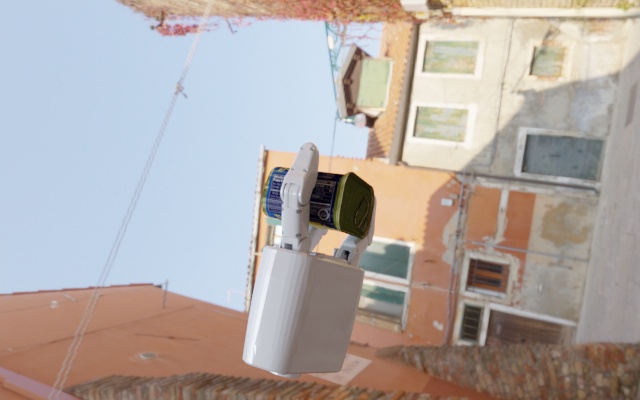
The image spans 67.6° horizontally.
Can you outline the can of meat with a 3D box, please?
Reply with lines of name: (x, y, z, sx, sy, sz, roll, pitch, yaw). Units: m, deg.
can of meat: (0.000, 0.001, 0.488, 0.084, 0.057, 0.102, 8, -7, 23)
